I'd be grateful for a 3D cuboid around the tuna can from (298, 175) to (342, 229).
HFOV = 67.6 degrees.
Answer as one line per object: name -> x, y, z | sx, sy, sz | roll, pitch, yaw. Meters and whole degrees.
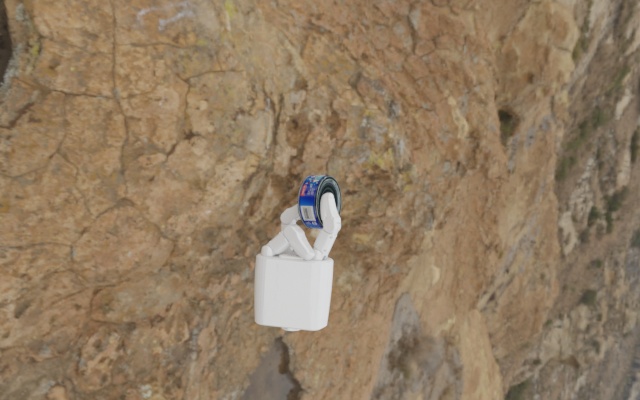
tuna can -> 0.001, 0.002, 0.753 | 0.034, 0.086, 0.086 | 1, 1, 30
